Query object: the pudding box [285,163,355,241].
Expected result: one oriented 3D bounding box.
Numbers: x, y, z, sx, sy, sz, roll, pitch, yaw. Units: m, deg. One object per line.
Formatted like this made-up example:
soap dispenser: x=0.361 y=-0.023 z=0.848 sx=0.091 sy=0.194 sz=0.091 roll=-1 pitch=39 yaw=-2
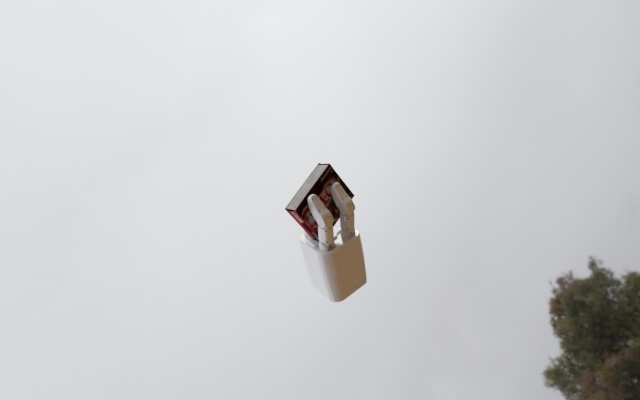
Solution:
pudding box: x=0.000 y=0.003 z=0.857 sx=0.039 sy=0.113 sz=0.090 roll=8 pitch=-33 yaw=47
